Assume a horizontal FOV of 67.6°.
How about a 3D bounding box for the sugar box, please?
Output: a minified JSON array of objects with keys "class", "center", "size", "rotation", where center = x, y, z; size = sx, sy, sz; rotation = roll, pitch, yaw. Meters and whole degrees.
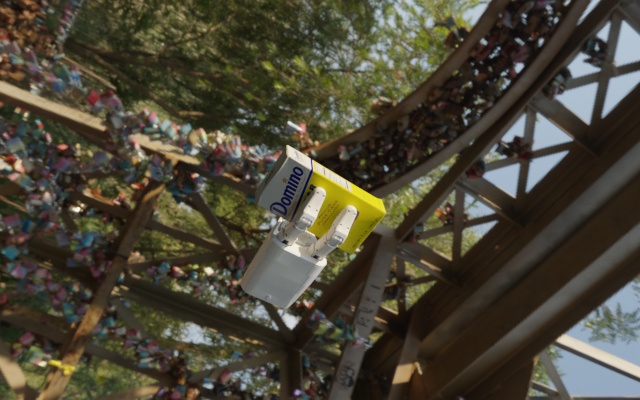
[{"class":"sugar box","center":[0.000,0.003,0.714],"size":[0.176,0.093,0.048],"rotation":[28,23,-21]}]
